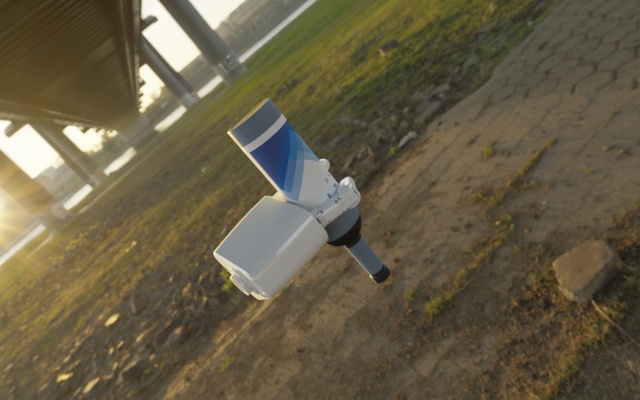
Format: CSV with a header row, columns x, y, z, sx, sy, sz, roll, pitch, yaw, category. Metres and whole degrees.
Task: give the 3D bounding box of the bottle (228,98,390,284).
x,y,z,sx,sy,sz,roll,pitch,yaw,category
0.000,0.002,0.633,0.069,0.296,0.069,-35,20,14,bottle
